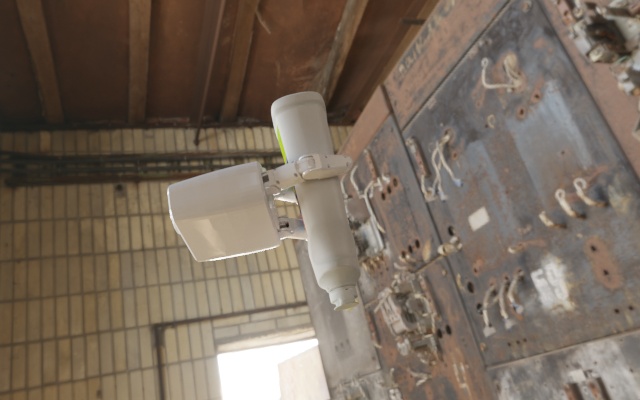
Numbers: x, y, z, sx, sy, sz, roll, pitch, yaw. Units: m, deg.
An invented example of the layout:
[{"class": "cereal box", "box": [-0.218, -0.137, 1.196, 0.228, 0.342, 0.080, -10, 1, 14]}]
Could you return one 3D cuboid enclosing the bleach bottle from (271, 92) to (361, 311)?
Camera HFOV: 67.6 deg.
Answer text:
[{"class": "bleach bottle", "box": [0.000, 0.002, 0.566, 0.068, 0.250, 0.103, -13, -24, -2]}]
